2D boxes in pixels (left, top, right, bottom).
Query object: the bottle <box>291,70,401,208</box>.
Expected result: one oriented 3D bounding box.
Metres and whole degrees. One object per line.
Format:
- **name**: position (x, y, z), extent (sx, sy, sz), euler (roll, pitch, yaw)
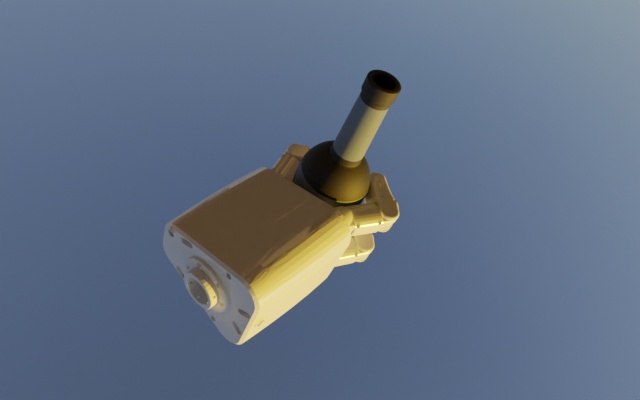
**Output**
- **bottle**: position (0.000, 0.002, 0.456), extent (0.069, 0.069, 0.296), euler (0, -37, -24)
